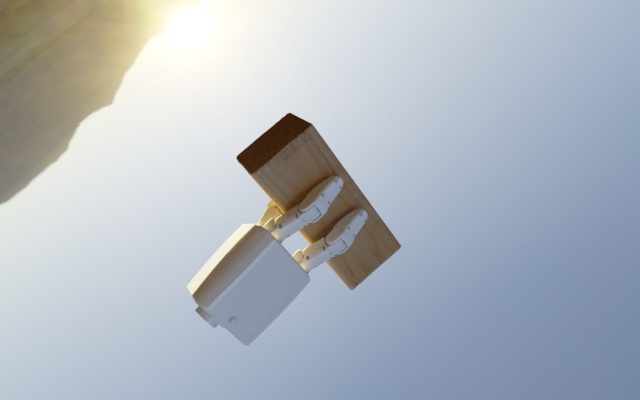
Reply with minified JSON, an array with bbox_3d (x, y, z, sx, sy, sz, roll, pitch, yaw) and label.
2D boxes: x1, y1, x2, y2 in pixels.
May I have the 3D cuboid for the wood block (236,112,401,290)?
[{"bbox_3d":[0.000,0.002,0.600,0.090,0.206,0.090,-41,28,-5],"label":"wood block"}]
